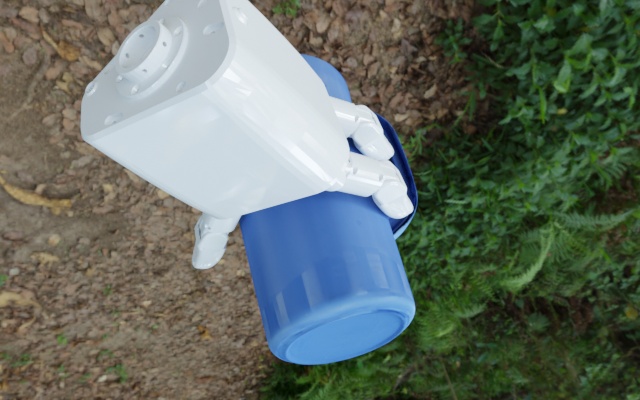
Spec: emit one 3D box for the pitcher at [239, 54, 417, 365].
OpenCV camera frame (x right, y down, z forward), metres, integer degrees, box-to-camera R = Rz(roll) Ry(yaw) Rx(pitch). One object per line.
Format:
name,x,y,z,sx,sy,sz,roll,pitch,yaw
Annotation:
pitcher,0.000,0.001,0.404,0.149,0.242,0.145,-29,-36,17
